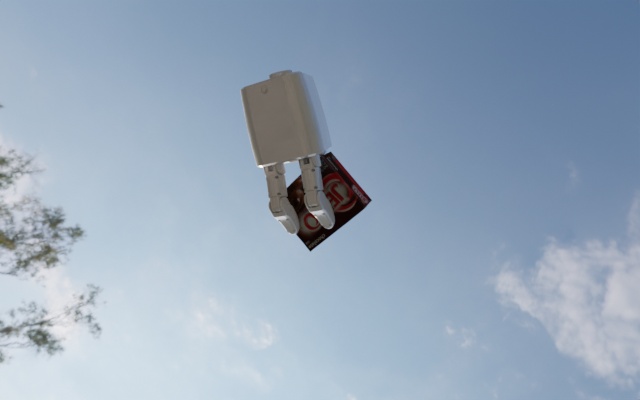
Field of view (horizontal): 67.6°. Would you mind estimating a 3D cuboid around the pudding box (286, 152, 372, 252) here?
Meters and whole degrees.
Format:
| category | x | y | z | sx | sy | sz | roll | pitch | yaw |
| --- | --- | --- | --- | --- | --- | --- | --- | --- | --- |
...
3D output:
| category | x | y | z | sx | sy | sz | roll | pitch | yaw |
| --- | --- | --- | --- | --- | --- | --- | --- | --- | --- |
| pudding box | 0.000 | 0.002 | 0.657 | 0.113 | 0.090 | 0.039 | -41 | -3 | 30 |
